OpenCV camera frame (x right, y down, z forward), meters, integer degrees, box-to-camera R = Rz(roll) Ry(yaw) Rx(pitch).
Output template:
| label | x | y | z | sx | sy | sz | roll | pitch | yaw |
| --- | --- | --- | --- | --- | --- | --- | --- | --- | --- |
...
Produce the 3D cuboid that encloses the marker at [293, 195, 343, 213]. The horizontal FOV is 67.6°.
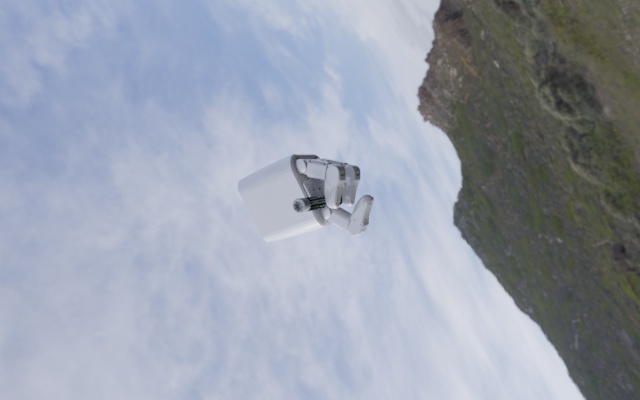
| label | x | y | z | sx | sy | sz | roll | pitch | yaw |
| --- | --- | --- | --- | --- | --- | --- | --- | --- | --- |
| marker | 0.000 | 0.002 | 0.658 | 0.020 | 0.020 | 0.121 | 0 | 5 | 28 |
